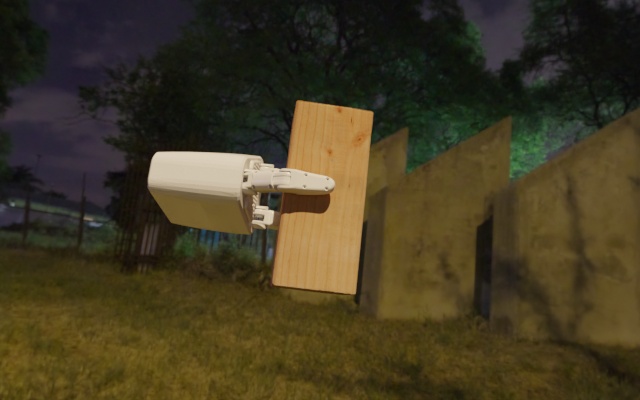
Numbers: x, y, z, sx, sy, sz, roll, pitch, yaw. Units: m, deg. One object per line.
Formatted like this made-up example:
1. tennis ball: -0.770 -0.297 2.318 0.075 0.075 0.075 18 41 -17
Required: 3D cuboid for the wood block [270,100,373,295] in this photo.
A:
1. wood block: 0.000 0.002 0.557 0.090 0.206 0.091 8 -11 -6
